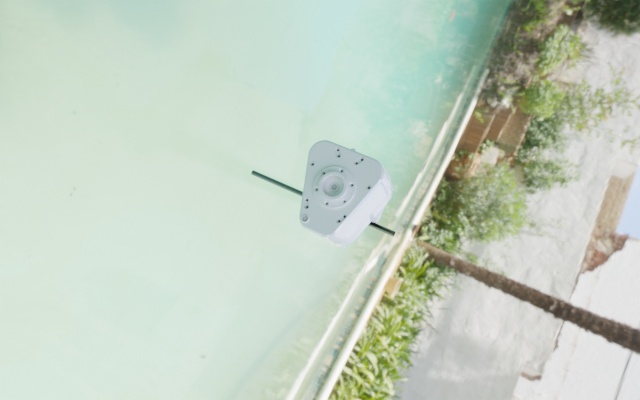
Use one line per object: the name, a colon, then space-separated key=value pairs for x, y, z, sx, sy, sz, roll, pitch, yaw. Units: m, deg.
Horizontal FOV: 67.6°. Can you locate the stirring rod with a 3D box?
stirring rod: x=0.000 y=0.002 z=0.719 sx=0.239 sy=0.011 sz=0.011 roll=23 pitch=6 yaw=15
